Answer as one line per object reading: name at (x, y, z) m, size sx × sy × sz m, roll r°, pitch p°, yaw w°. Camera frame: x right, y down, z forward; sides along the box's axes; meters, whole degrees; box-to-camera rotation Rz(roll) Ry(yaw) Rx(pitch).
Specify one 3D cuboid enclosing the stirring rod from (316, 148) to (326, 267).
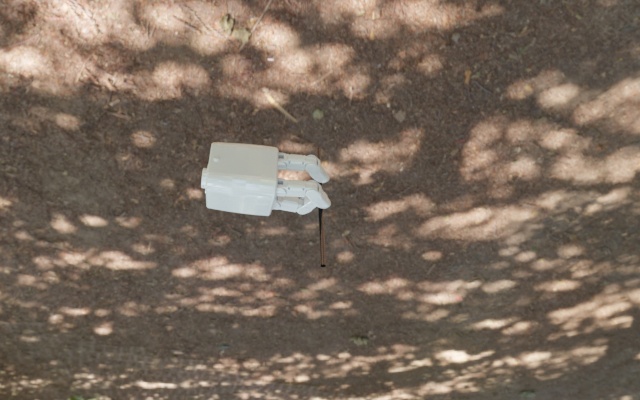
stirring rod at (0.000, 0.002, 0.783) m, size 0.011 × 0.239 × 0.011 m, roll -1°, pitch -38°, yaw -1°
